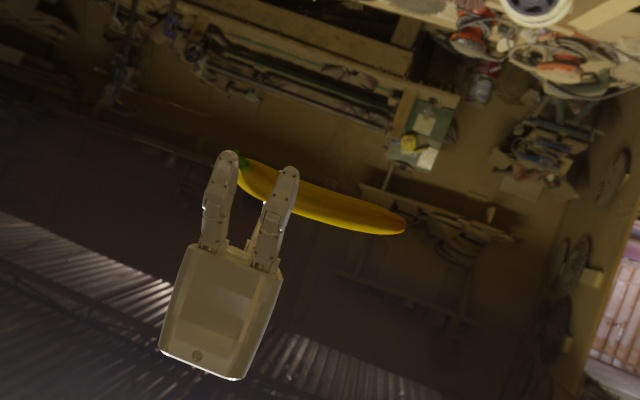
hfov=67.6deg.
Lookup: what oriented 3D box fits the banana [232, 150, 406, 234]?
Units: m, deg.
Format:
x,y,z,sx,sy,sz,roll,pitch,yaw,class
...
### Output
x,y,z,sx,sy,sz,roll,pitch,yaw,class
-0.008,0.000,0.499,0.198,0.037,0.069,20,-4,-17,banana
